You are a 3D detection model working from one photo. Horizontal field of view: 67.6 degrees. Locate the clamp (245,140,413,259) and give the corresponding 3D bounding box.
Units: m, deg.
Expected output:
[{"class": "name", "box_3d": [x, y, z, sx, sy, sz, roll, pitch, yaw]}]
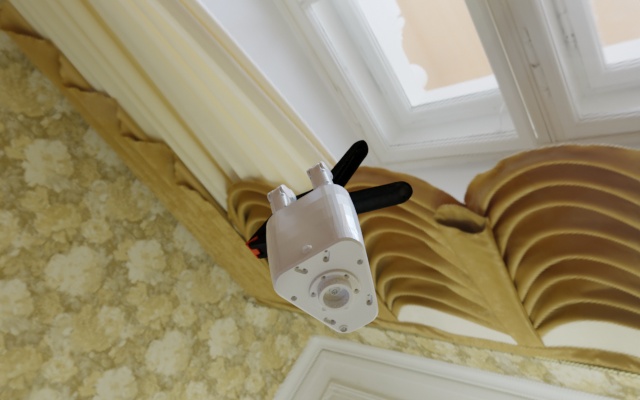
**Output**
[{"class": "clamp", "box_3d": [0.000, 0.003, 0.602, 0.210, 0.036, 0.164, -30, 28, 8]}]
